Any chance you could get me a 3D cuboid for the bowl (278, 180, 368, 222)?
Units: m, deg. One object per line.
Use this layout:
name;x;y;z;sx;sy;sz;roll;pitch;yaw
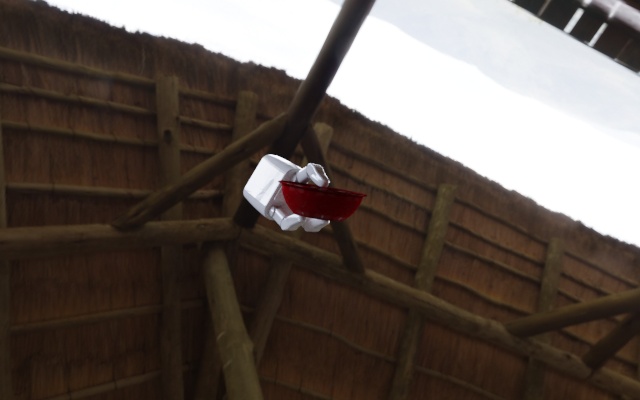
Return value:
bowl;0.001;0.003;0.850;0.162;0.055;0.162;9;3;0
